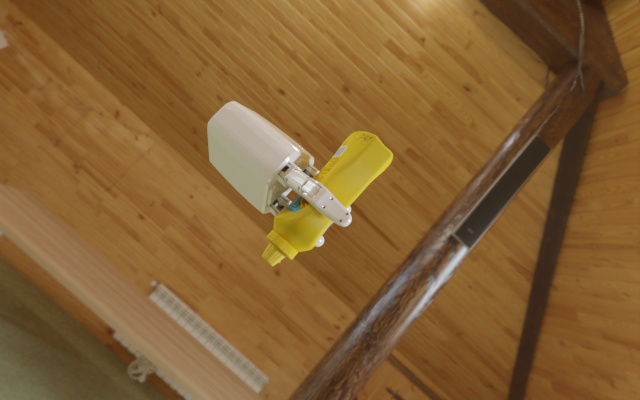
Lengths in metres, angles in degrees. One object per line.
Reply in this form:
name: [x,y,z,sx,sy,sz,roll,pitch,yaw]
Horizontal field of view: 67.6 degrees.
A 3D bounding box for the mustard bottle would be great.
mustard bottle: [0.001,0.002,0.578,0.058,0.191,0.096,45,-9,-14]
